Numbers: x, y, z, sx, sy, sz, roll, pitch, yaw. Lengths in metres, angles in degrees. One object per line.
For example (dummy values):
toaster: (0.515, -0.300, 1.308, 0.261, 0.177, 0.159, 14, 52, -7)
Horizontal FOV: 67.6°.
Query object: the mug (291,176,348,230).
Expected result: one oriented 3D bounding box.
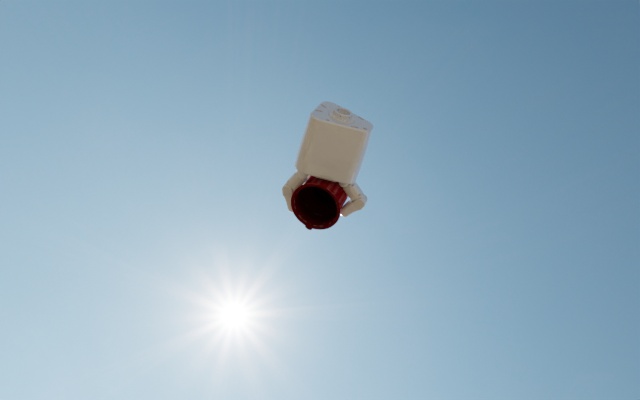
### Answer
mug: (0.000, 0.004, 0.880, 0.093, 0.117, 0.081, 24, 34, 7)
